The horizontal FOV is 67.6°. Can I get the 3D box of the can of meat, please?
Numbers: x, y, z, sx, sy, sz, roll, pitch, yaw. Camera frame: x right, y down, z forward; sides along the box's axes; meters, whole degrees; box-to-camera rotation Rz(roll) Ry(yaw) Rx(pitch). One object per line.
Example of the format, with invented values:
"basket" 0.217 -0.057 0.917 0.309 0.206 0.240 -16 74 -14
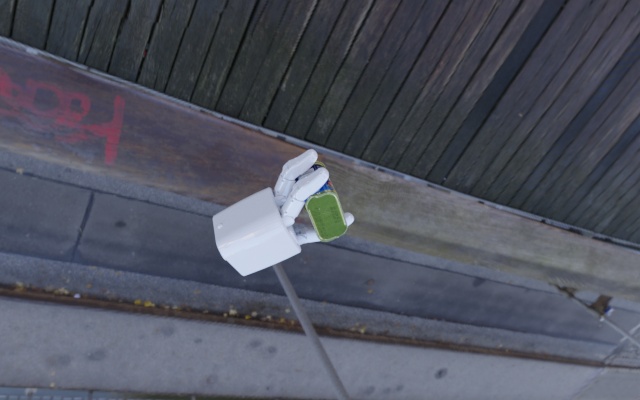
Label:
"can of meat" 0.000 0.003 0.756 0.057 0.102 0.084 -22 39 -1
